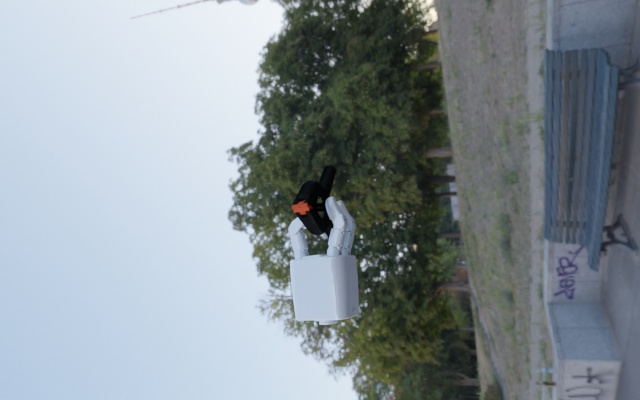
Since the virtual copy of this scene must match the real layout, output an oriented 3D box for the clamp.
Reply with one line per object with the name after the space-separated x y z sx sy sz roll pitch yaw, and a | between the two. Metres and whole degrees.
-0.001 0.003 0.852 0.036 0.164 0.210 -10 -10 18 | clamp
